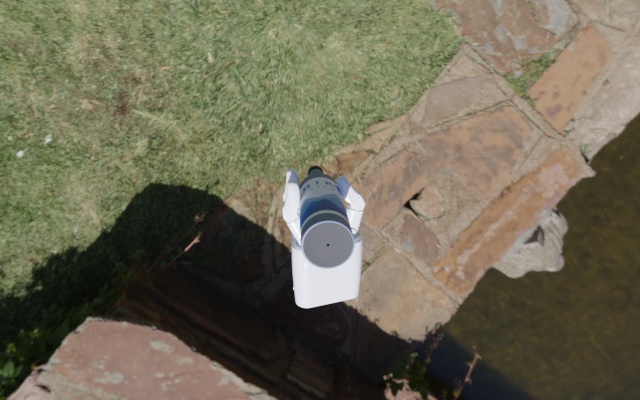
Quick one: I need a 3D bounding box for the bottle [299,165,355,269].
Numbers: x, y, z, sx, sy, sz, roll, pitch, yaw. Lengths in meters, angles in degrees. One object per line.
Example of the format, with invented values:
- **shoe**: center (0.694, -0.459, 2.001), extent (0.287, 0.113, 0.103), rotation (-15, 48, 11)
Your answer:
- **bottle**: center (0.000, 0.002, 0.721), extent (0.069, 0.069, 0.295), rotation (0, 21, -4)
